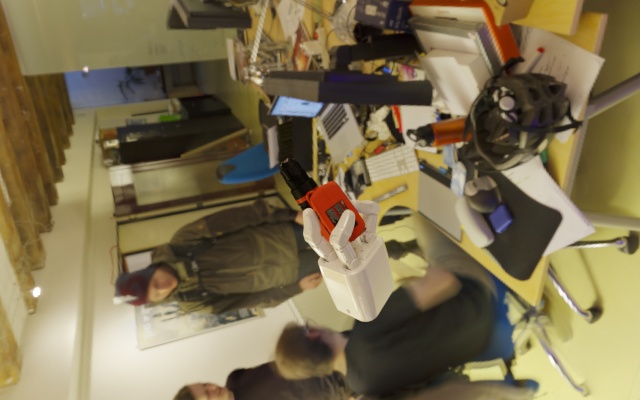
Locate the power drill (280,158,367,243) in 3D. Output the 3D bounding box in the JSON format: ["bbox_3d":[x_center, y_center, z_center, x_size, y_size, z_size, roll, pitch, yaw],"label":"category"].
[{"bbox_3d":[0.000,0.003,0.842,0.057,0.184,0.187,-38,11,-7],"label":"power drill"}]
